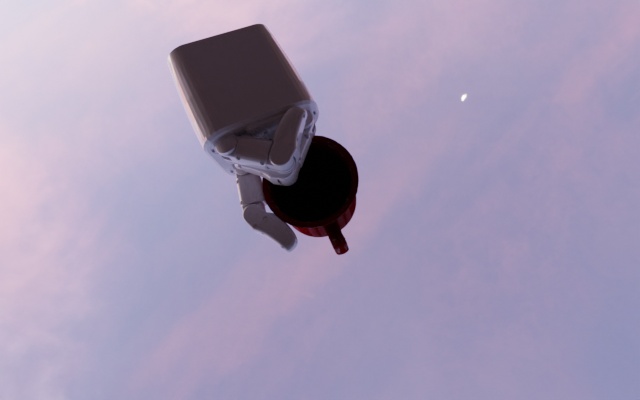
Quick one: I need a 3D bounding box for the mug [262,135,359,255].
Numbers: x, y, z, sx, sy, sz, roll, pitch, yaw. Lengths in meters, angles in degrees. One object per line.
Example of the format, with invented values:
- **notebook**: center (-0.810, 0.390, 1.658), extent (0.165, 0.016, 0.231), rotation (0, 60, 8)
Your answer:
- **mug**: center (0.001, 0.003, 0.488), extent (0.093, 0.117, 0.081), rotation (-28, -17, -1)
